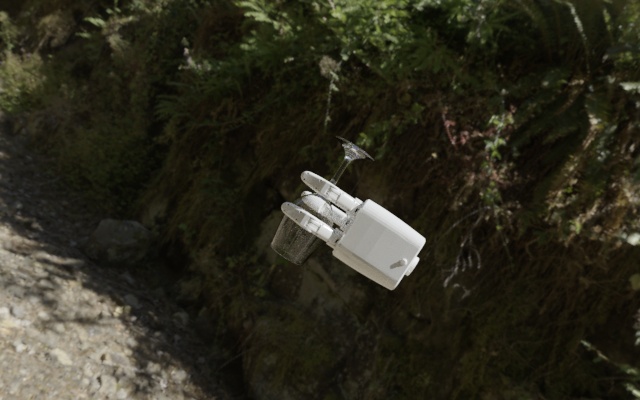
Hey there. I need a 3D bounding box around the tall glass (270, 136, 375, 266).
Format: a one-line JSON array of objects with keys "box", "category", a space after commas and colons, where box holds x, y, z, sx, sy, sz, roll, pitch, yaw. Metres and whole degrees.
[{"box": [0.000, 0.002, 0.750, 0.079, 0.201, 0.079, 33, 1, -1], "category": "tall glass"}]
